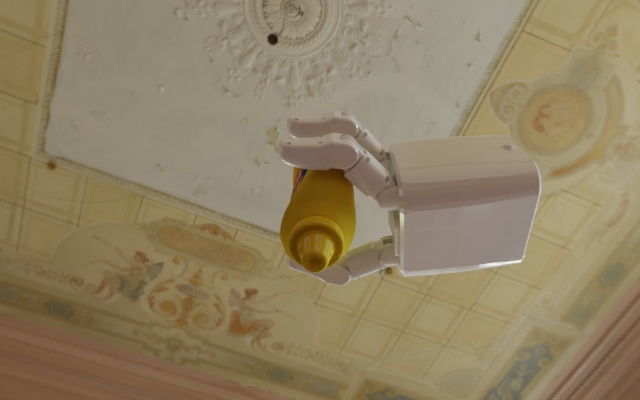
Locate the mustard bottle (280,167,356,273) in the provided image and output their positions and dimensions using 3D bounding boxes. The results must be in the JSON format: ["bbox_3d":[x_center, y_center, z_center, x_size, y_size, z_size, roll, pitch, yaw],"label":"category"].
[{"bbox_3d":[0.000,0.001,0.415,0.058,0.096,0.191,15,26,-6],"label":"mustard bottle"}]
